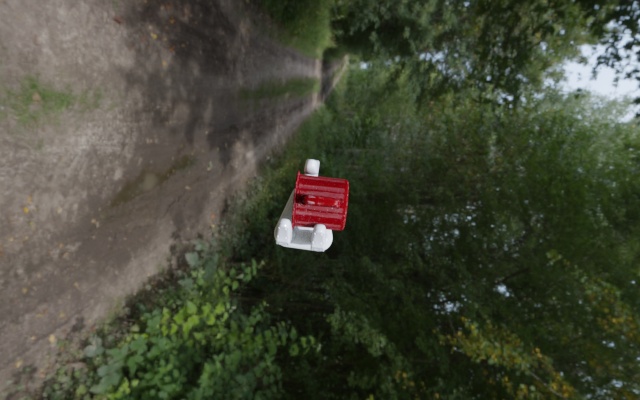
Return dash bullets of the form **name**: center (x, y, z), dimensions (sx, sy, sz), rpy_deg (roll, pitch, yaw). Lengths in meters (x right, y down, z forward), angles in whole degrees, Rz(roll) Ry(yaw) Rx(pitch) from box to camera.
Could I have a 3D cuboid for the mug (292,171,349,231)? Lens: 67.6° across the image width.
- **mug**: center (0.000, 0.002, 0.738), dimensions (0.081, 0.093, 0.117), rpy_deg (6, -5, 0)
